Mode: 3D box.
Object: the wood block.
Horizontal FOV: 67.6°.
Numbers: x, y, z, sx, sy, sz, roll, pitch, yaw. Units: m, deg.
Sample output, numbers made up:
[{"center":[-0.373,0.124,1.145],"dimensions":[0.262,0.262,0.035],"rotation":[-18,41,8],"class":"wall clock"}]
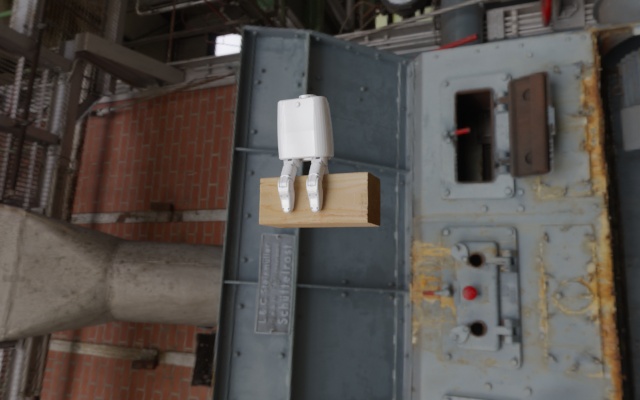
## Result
[{"center":[0.000,0.003,0.882],"dimensions":[0.206,0.090,0.091],"rotation":[-2,-7,22],"class":"wood block"}]
